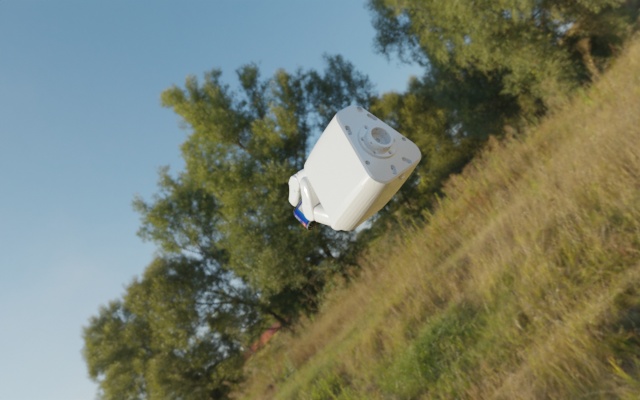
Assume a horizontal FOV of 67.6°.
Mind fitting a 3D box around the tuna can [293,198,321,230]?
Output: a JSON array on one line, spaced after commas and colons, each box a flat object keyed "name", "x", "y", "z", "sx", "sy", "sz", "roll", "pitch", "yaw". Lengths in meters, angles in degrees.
[{"name": "tuna can", "x": 0.000, "y": 0.002, "z": 0.710, "sx": 0.033, "sy": 0.086, "sz": 0.086, "roll": 44, "pitch": 11, "yaw": 11}]
